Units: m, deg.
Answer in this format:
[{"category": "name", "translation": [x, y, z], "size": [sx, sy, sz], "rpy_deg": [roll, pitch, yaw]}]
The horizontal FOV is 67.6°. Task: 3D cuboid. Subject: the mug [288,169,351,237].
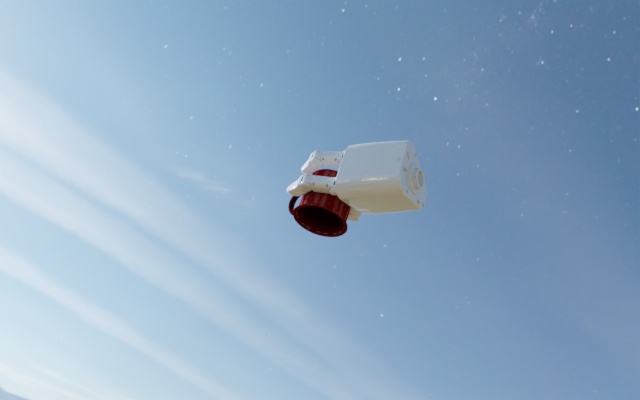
[{"category": "mug", "translation": [-0.001, 0.003, 0.802], "size": [0.117, 0.081, 0.093], "rpy_deg": [-2, -38, 31]}]
